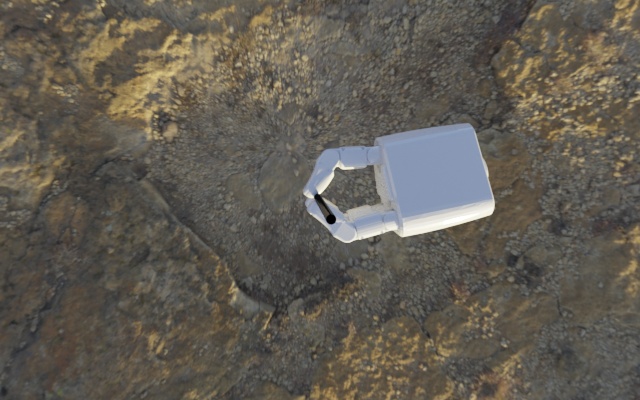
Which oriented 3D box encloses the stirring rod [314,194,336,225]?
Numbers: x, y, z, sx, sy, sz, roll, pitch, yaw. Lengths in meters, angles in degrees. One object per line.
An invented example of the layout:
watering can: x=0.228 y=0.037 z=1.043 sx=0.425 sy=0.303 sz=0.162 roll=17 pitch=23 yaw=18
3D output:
stirring rod: x=0.000 y=0.002 z=0.481 sx=0.011 sy=0.011 sz=0.239 roll=0 pitch=6 yaw=-4
